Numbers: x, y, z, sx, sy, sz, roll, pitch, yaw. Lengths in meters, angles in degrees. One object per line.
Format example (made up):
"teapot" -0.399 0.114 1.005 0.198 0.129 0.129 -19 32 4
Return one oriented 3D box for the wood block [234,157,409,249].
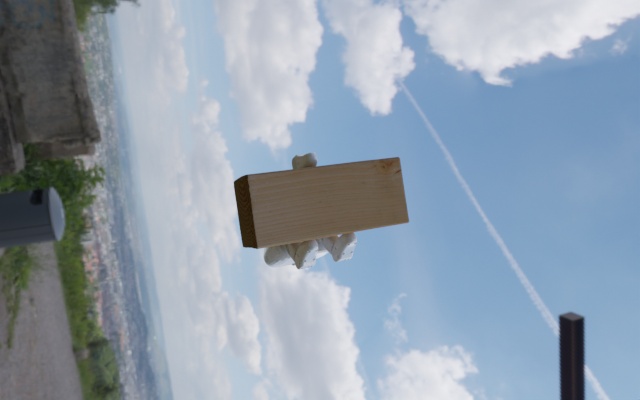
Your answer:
"wood block" 0.000 0.002 0.631 0.206 0.091 0.090 -8 -1 -21
